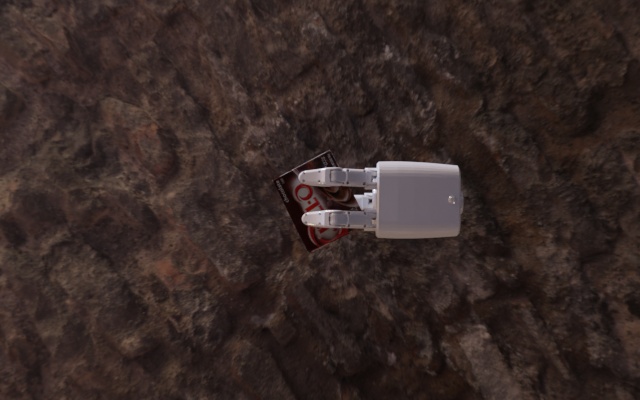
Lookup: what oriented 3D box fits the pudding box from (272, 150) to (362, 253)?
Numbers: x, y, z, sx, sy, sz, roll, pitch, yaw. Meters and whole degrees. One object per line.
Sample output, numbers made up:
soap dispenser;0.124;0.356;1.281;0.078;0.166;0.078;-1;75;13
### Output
pudding box;0.000;0.002;0.652;0.090;0.113;0.039;-27;-7;5
